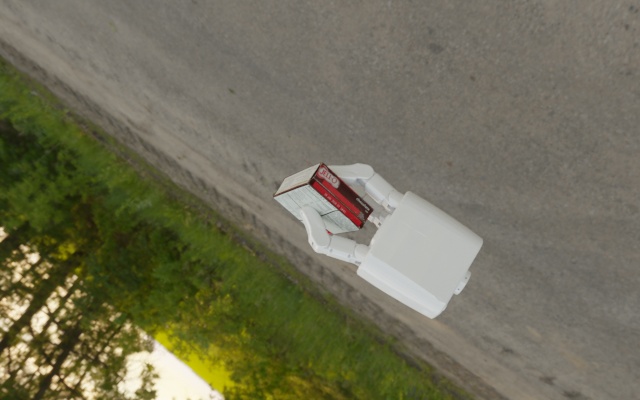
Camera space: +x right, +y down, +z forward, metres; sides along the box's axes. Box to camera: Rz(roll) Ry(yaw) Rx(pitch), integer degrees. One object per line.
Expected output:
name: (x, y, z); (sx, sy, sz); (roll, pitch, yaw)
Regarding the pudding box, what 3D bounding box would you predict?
pudding box: (0.000, 0.002, 0.605); (0.090, 0.039, 0.113); (42, -26, -17)
